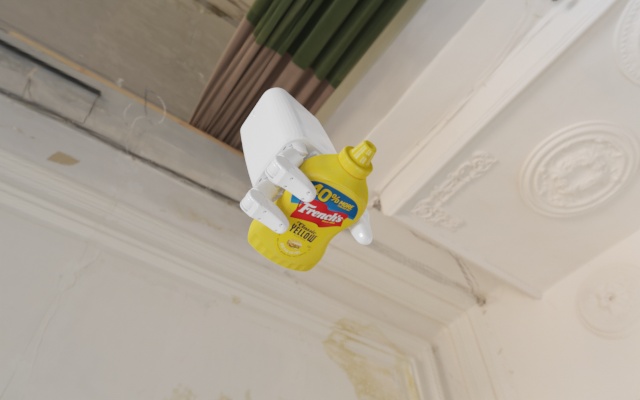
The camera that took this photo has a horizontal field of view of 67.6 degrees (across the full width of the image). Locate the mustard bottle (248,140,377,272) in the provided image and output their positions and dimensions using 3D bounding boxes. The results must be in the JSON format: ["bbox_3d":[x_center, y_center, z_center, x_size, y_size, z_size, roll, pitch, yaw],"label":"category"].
[{"bbox_3d":[0.000,0.002,0.565,0.096,0.192,0.058,31,32,-17],"label":"mustard bottle"}]
